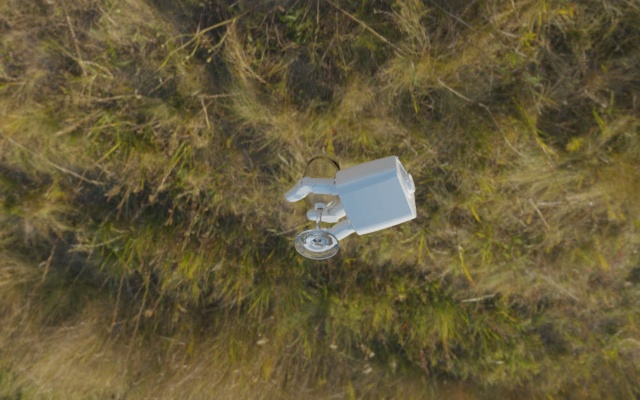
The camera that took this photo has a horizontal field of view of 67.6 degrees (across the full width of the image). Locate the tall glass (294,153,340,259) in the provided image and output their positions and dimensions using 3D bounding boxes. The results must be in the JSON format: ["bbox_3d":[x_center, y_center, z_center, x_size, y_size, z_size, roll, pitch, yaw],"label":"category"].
[{"bbox_3d":[0.000,0.003,0.850,0.079,0.200,0.079,2,-45,2],"label":"tall glass"}]
